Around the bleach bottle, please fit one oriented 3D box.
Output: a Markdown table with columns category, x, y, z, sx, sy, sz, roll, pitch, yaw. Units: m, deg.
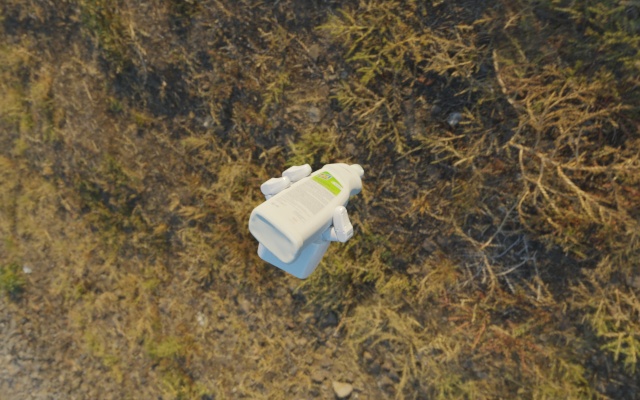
| category | x | y | z | sx | sy | sz | roll | pitch | yaw |
| --- | --- | --- | --- | --- | --- | --- | --- | --- | --- |
| bleach bottle | 0.000 | 0.003 | 0.803 | 0.102 | 0.068 | 0.250 | 39 | 45 | 17 |
